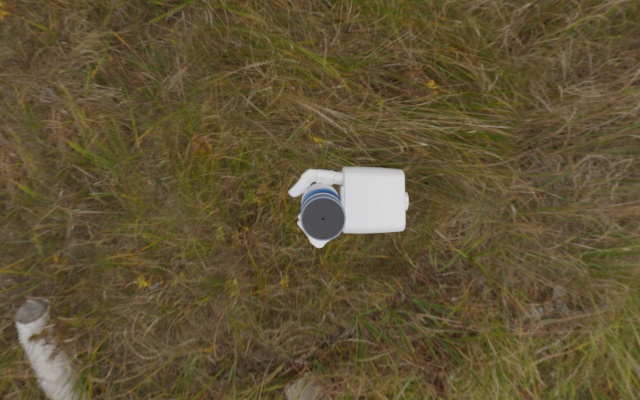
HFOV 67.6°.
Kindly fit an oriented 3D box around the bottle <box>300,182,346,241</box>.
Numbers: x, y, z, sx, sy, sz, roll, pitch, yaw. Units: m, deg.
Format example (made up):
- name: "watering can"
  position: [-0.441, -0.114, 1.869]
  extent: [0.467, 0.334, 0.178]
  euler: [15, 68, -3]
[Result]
- name: "bottle"
  position: [0.000, 0.003, 0.836]
  extent: [0.069, 0.069, 0.295]
  euler: [0, 9, -2]
